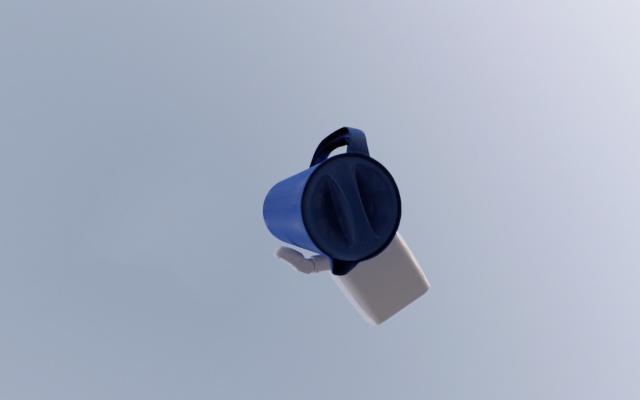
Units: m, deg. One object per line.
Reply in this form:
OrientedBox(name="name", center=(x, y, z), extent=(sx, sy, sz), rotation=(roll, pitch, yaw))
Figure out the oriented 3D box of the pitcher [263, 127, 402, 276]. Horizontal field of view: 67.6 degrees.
OrientedBox(name="pitcher", center=(0.000, 0.002, 0.676), extent=(0.149, 0.145, 0.243), rotation=(-40, 12, -18))
